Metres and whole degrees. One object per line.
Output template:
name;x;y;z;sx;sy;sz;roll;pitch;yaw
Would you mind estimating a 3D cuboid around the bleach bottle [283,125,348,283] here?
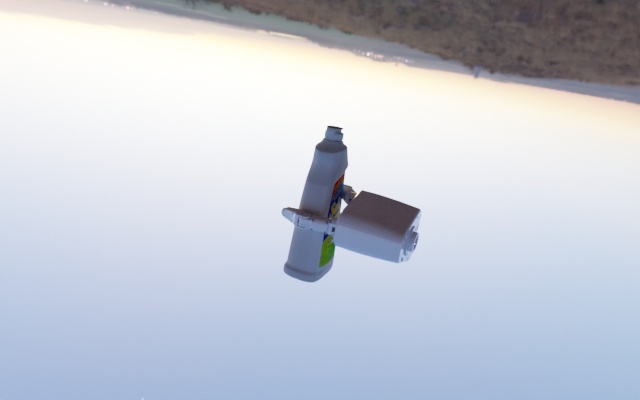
bleach bottle;0.000;0.003;0.793;0.068;0.251;0.102;17;19;21
